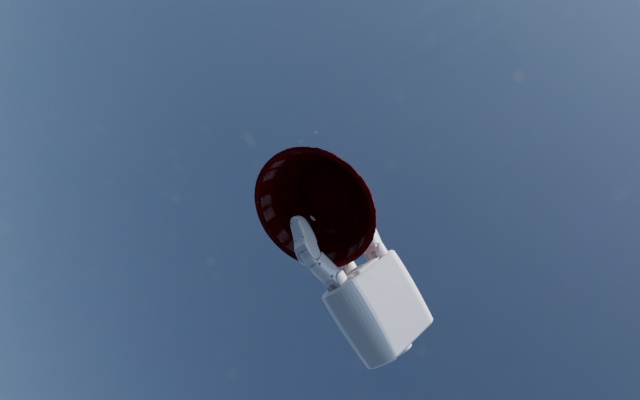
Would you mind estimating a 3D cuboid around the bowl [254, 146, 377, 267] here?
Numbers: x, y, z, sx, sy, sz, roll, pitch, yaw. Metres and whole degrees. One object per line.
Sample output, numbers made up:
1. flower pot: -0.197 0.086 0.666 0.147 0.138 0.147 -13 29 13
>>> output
1. bowl: 0.000 0.001 0.598 0.162 0.162 0.055 0 24 25
